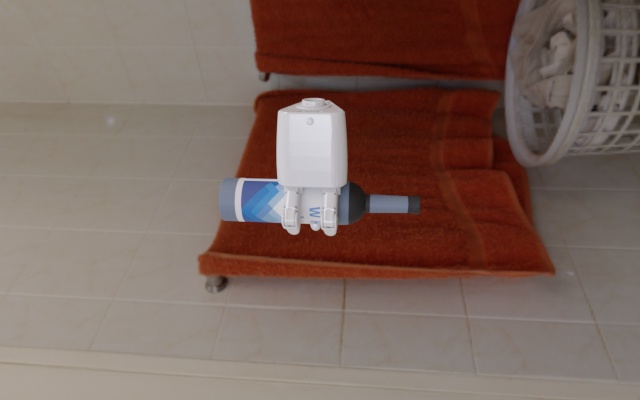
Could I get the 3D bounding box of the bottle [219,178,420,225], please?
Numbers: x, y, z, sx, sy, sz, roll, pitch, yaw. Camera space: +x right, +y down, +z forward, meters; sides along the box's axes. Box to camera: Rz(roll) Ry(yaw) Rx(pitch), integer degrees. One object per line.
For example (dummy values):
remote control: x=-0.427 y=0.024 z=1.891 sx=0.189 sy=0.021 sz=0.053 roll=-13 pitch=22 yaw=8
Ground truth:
bottle: x=0.000 y=0.002 z=0.721 sx=0.296 sy=0.069 sz=0.069 roll=2 pitch=0 yaw=5
